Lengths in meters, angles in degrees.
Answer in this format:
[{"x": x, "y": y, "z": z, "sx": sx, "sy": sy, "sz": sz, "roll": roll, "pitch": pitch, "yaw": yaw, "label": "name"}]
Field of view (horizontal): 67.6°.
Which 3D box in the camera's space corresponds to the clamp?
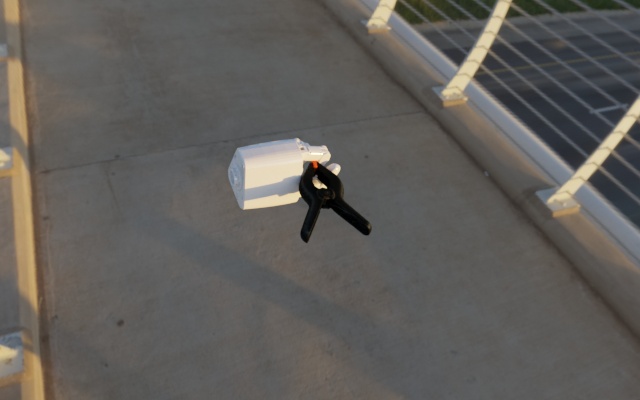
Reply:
[{"x": 0.000, "y": 0.002, "z": 0.811, "sx": 0.120, "sy": 0.171, "sz": 0.039, "roll": -9, "pitch": -41, "yaw": -28, "label": "clamp"}]
